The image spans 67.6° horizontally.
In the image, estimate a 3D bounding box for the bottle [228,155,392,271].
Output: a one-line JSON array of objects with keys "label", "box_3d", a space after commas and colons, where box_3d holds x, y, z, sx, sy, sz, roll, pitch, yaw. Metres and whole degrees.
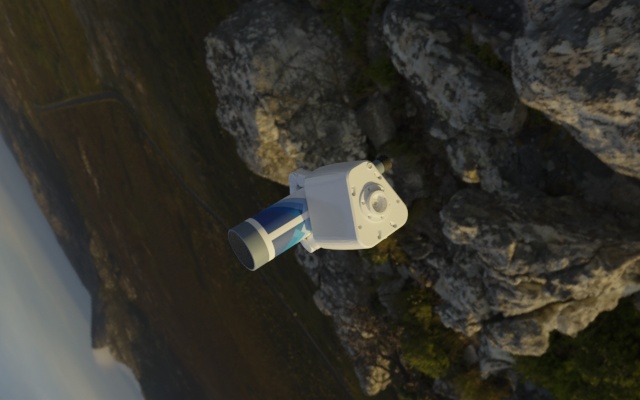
[{"label": "bottle", "box_3d": [0.000, 0.003, 0.734, 0.295, 0.069, 0.069, -31, 16, -28]}]
